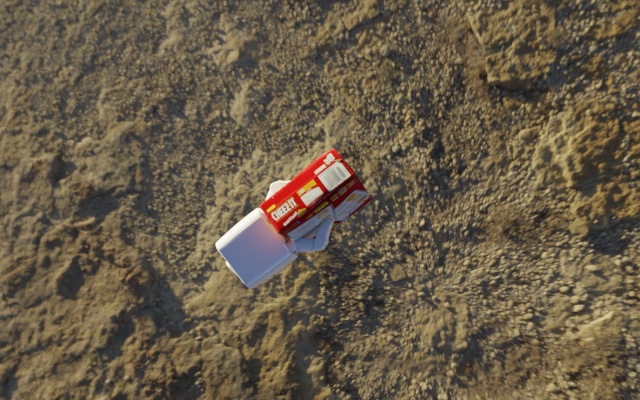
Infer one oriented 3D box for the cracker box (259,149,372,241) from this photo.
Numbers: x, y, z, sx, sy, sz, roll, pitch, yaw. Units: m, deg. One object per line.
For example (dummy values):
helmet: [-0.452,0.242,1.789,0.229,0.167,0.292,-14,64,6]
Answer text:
cracker box: [0.000,0.003,0.890,0.164,0.072,0.214,-38,-17,4]
